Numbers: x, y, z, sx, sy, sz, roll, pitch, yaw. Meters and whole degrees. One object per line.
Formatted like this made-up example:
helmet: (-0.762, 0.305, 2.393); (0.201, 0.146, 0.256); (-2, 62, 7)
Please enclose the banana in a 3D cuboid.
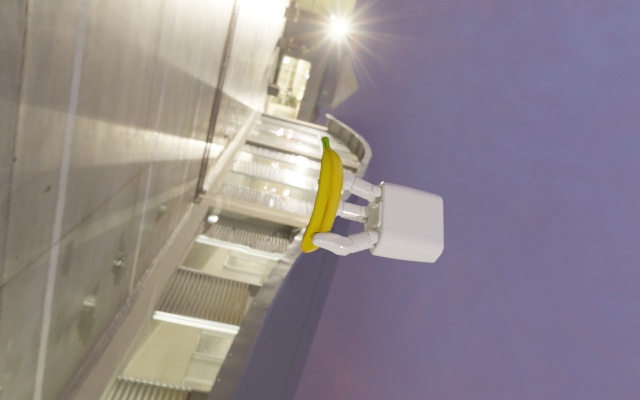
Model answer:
banana: (0.004, 0.007, 0.725); (0.037, 0.198, 0.069); (7, 24, -14)
